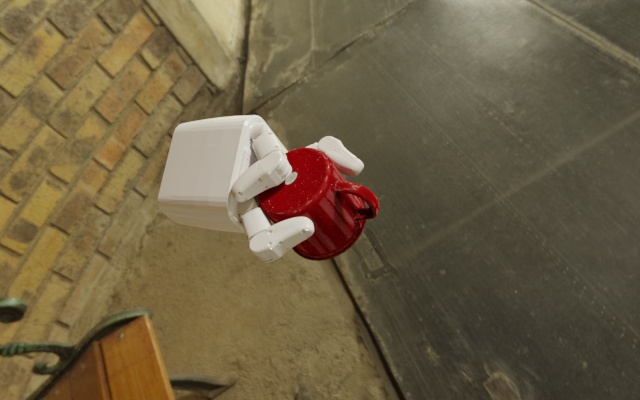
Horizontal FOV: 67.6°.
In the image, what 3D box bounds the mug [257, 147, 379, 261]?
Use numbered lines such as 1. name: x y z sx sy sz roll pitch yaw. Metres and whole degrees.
1. mug: 0.001 0.002 0.473 0.117 0.093 0.081 1 -31 31
